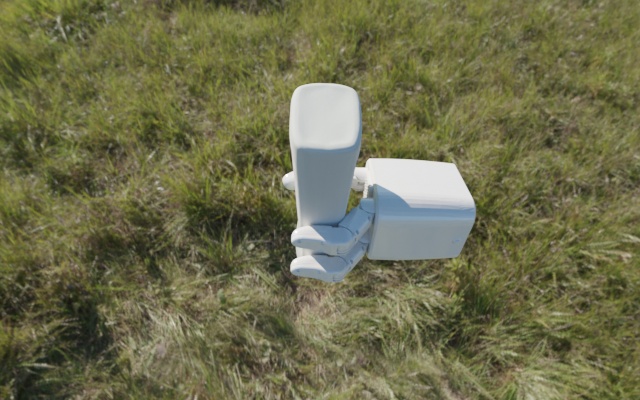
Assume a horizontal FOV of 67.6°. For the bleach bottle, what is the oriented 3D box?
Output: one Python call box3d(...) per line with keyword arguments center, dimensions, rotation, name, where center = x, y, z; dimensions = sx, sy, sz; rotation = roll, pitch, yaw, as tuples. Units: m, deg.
box3d(center=(0.000, 0.002, 0.534), dimensions=(0.068, 0.102, 0.251), rotation=(2, -40, -2), name="bleach bottle")
